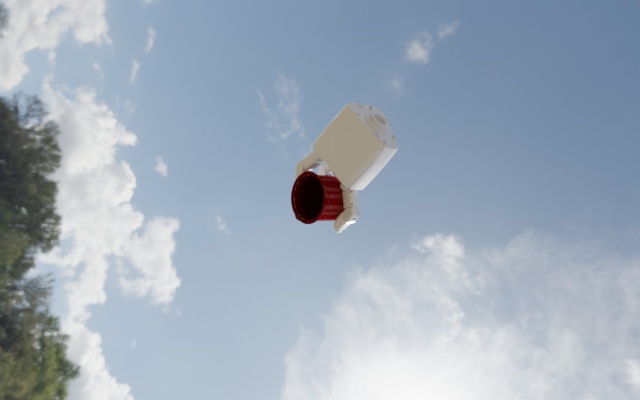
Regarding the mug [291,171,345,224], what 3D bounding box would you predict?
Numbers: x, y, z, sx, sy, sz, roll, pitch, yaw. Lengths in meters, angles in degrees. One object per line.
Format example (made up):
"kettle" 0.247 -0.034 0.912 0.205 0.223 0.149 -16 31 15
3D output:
"mug" 0.000 0.004 0.867 0.081 0.093 0.117 1 -37 -42
